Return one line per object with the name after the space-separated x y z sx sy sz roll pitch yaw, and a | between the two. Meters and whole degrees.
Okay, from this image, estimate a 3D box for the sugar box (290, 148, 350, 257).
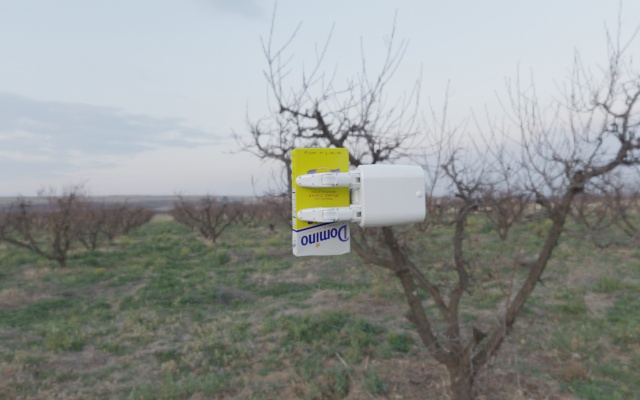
0.000 0.002 0.791 0.093 0.176 0.048 -2 0 -12 | sugar box
